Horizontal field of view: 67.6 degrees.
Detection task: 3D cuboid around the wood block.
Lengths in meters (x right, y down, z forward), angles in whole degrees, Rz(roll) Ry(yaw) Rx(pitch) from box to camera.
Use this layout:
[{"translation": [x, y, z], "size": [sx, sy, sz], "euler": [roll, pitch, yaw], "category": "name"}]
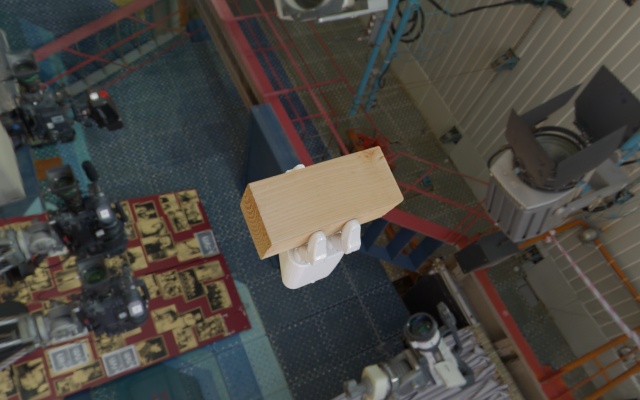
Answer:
[{"translation": [0.000, 0.002, 0.693], "size": [0.206, 0.091, 0.090], "euler": [-18, -13, -22], "category": "wood block"}]
